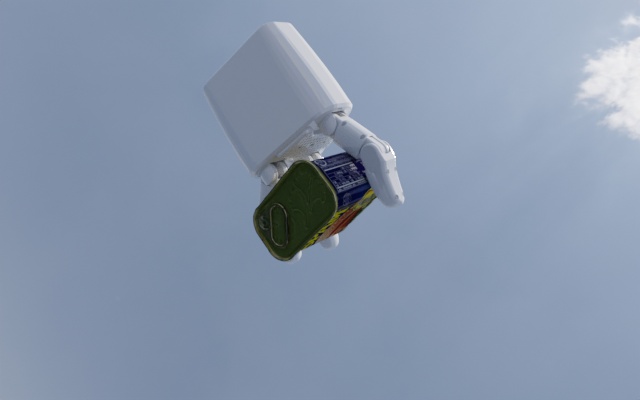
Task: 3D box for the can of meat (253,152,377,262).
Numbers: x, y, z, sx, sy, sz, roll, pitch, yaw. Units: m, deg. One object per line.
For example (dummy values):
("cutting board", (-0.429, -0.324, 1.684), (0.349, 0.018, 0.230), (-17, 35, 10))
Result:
("can of meat", (0.000, 0.001, 0.440), (0.084, 0.057, 0.102), (-21, -20, -49))
